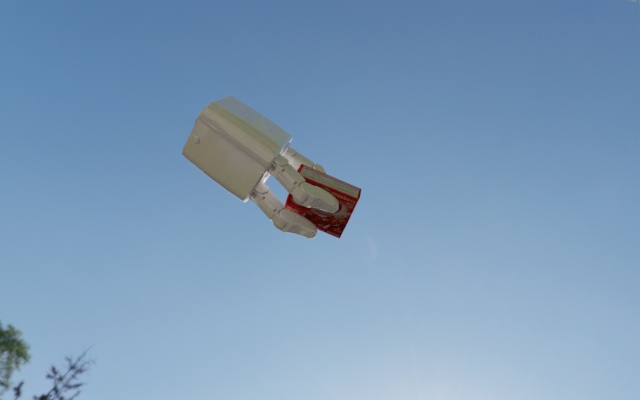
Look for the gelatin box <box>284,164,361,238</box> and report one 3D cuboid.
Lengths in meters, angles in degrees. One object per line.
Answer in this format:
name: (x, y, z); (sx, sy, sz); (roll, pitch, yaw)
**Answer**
gelatin box: (0.001, 0.002, 0.638); (0.089, 0.073, 0.030); (22, 36, -1)
